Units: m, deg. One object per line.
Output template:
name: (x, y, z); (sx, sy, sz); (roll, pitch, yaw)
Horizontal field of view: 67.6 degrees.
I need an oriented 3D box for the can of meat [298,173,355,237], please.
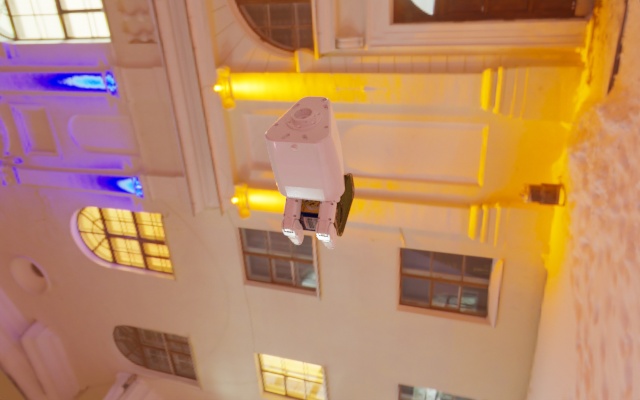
can of meat: (0.000, 0.002, 0.747); (0.084, 0.102, 0.057); (5, -39, 18)
